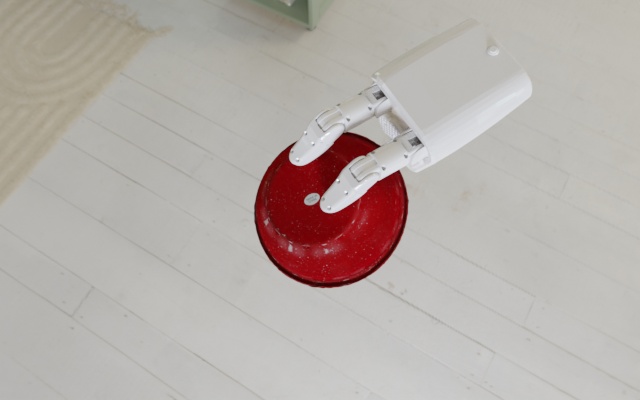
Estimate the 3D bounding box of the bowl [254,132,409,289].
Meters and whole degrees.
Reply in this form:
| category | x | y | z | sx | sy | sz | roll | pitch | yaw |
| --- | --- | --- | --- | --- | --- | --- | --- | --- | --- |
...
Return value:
| category | x | y | z | sx | sy | sz | roll | pitch | yaw |
| --- | --- | --- | --- | --- | --- | --- | --- | --- | --- |
| bowl | -0.001 | 0.002 | 0.458 | 0.162 | 0.162 | 0.055 | 0 | -11 | 17 |
